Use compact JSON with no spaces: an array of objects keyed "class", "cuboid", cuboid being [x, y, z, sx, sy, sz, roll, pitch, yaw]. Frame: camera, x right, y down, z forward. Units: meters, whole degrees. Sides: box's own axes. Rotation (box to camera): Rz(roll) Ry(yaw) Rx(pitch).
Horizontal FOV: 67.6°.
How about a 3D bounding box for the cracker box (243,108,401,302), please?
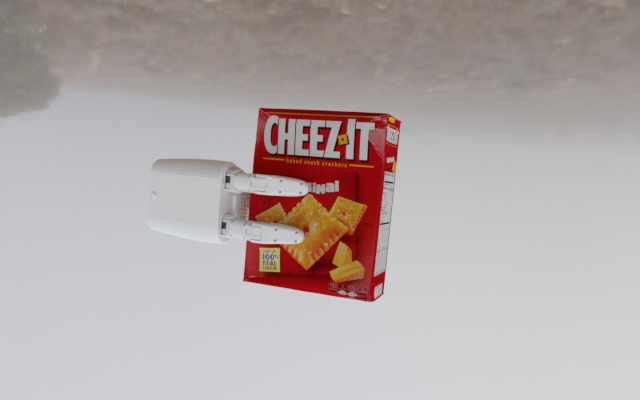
[{"class":"cracker box","cuboid":[0.000,0.002,0.572,0.164,0.214,0.072,6,3,20]}]
